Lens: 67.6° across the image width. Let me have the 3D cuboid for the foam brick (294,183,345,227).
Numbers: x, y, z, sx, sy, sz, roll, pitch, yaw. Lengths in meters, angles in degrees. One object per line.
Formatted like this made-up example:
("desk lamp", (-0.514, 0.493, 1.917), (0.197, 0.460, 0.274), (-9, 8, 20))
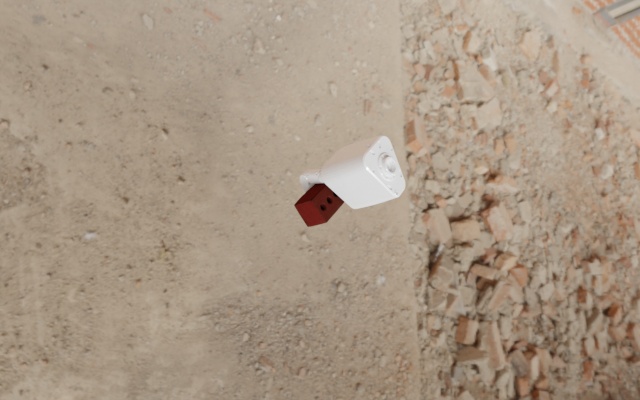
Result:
("foam brick", (0.000, 0.003, 0.885), (0.051, 0.053, 0.078), (-14, 27, 46))
